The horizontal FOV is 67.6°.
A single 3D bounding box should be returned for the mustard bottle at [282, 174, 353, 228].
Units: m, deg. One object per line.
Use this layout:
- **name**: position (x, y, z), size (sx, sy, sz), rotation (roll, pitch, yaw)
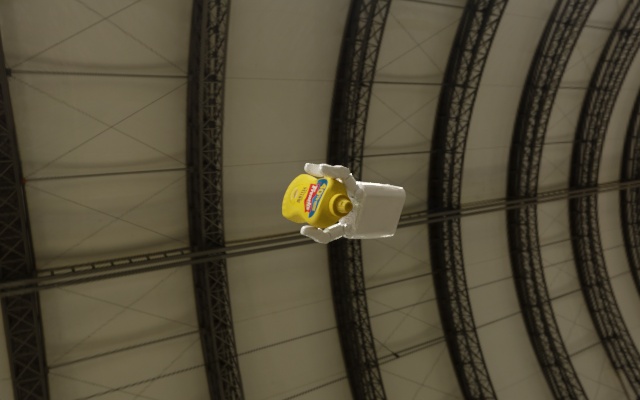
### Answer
- **mustard bottle**: position (0.000, 0.003, 0.895), size (0.058, 0.096, 0.191), rotation (31, -11, -30)
